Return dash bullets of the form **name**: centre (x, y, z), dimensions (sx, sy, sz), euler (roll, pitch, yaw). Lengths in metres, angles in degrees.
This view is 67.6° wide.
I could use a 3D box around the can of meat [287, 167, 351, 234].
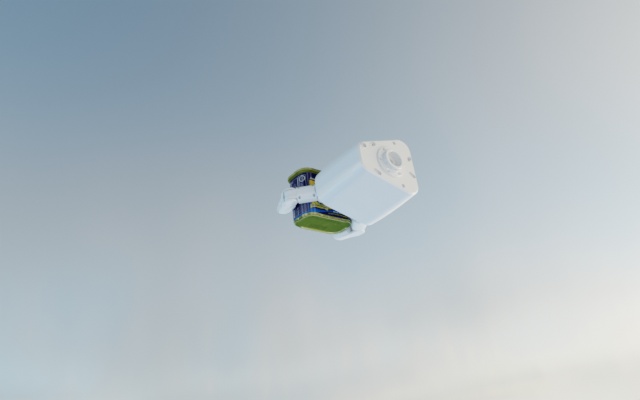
- **can of meat**: centre (0.000, 0.003, 0.779), dimensions (0.102, 0.084, 0.057), euler (13, -33, -35)
